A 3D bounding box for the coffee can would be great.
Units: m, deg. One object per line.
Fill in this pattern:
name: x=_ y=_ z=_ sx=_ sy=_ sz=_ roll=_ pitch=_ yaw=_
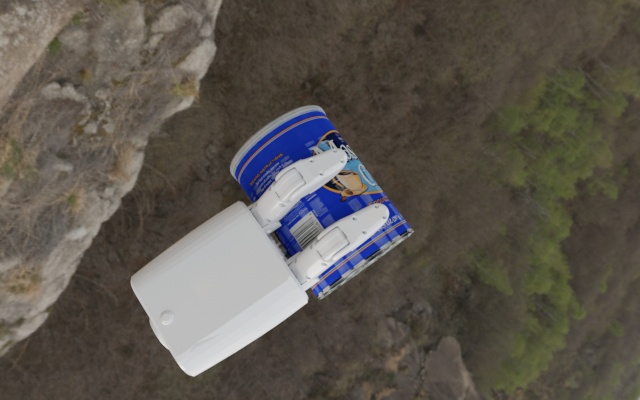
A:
coffee can: x=0.000 y=0.001 z=0.429 sx=0.103 sy=0.140 sz=0.103 roll=-34 pitch=-11 yaw=-8
